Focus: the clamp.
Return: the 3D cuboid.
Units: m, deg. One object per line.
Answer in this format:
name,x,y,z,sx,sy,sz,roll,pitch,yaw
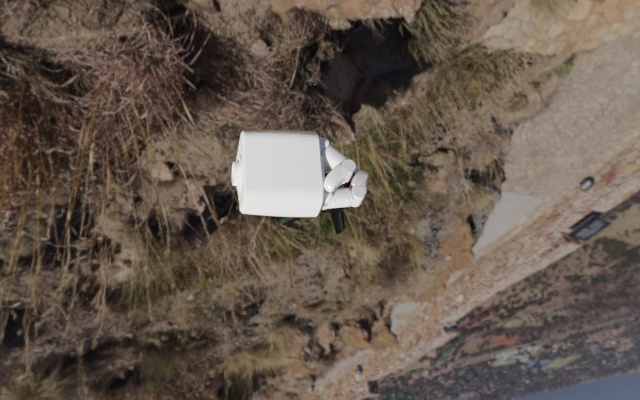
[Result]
clamp,0.000,0.003,0.758,0.120,0.039,0.172,0,-35,-17
